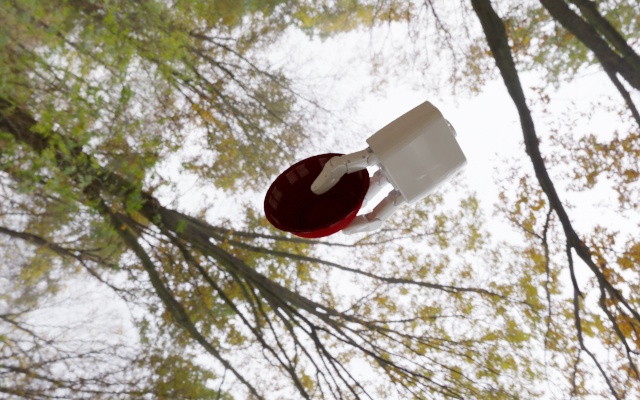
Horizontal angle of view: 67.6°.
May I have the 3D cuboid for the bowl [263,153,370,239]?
[{"bbox_3d":[-0.001,0.003,0.701,0.162,0.162,0.055,0,-44,25],"label":"bowl"}]
